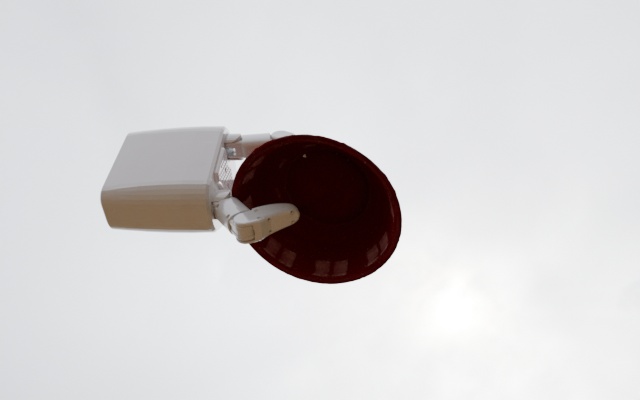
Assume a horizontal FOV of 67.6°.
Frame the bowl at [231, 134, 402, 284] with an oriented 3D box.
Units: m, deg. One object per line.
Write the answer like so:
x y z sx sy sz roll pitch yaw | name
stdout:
0.001 0.002 0.458 0.162 0.162 0.055 0 31 17 | bowl
